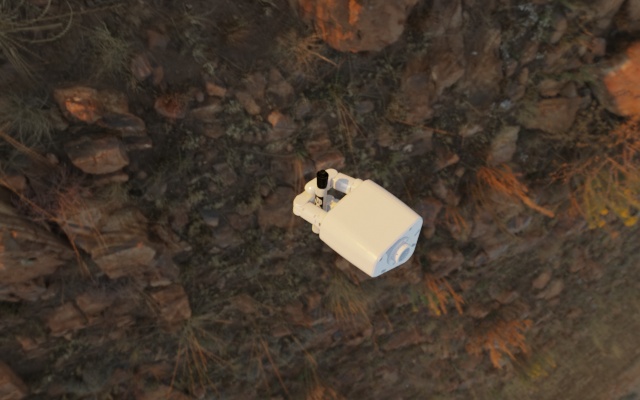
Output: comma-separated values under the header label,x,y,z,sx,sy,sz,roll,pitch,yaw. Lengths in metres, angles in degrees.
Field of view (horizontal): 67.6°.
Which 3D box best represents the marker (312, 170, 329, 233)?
label,x,y,z,sx,sy,sz,roll,pitch,yaw
marker,0.000,0.002,0.731,0.020,0.121,0.020,3,42,-2
